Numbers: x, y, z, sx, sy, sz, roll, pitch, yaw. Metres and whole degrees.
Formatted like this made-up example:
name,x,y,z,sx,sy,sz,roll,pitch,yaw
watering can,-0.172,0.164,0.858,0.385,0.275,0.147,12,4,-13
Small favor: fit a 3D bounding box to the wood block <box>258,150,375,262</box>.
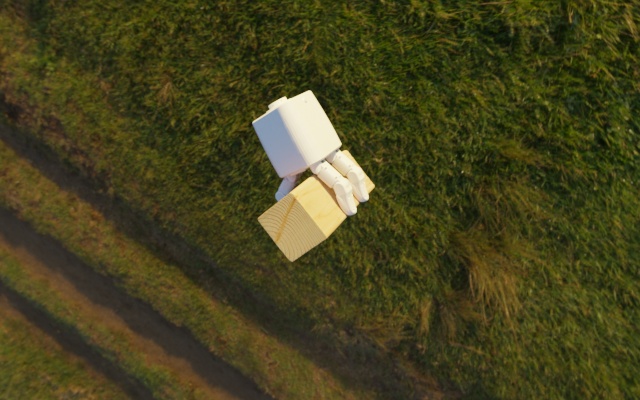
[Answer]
name,x,y,z,sx,sy,sz,roll,pitch,yaw
wood block,0.000,0.003,0.809,0.091,0.090,0.206,-36,3,36
